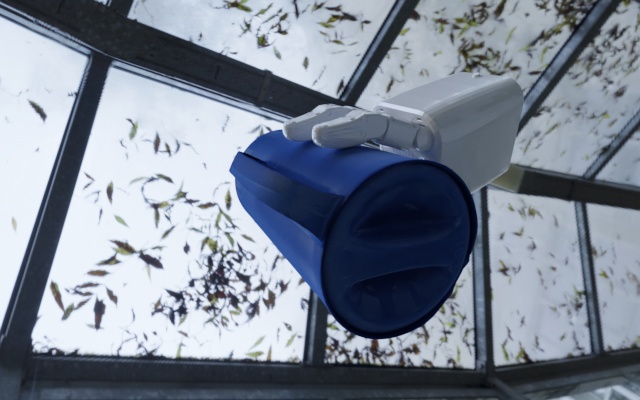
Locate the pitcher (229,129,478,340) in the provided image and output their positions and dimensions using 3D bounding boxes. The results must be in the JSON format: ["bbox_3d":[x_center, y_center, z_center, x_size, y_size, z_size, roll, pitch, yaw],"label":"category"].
[{"bbox_3d":[0.000,0.001,0.423,0.145,0.149,0.242,-25,26,-20],"label":"pitcher"}]
